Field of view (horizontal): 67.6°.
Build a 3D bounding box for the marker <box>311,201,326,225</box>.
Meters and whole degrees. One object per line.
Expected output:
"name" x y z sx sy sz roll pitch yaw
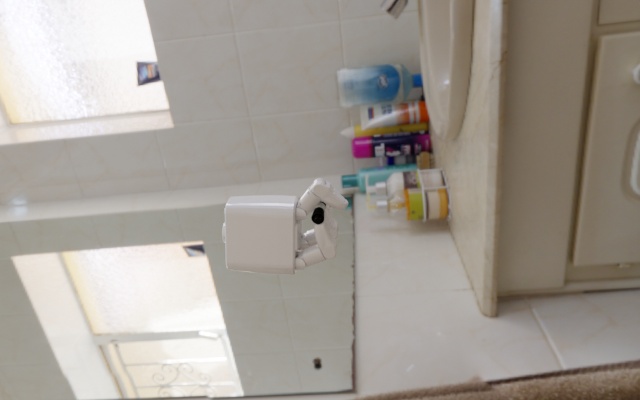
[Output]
"marker" 0.000 0.002 0.729 0.020 0.020 0.121 0 26 5
